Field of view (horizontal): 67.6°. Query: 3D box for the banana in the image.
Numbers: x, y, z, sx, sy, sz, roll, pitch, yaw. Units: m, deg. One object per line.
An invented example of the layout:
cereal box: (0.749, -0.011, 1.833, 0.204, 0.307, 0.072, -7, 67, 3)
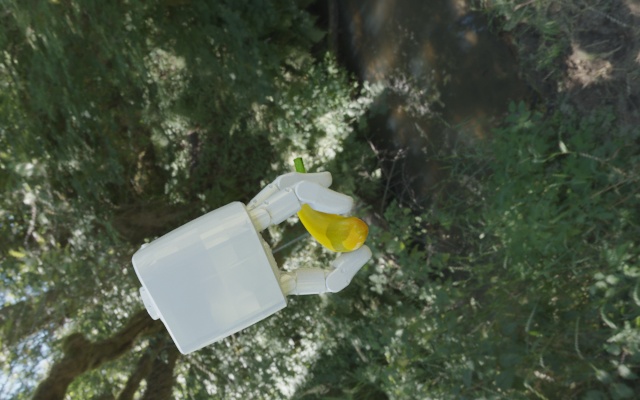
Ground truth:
banana: (0.003, 0.016, 0.528, 0.037, 0.070, 0.197, -23, 30, -13)
